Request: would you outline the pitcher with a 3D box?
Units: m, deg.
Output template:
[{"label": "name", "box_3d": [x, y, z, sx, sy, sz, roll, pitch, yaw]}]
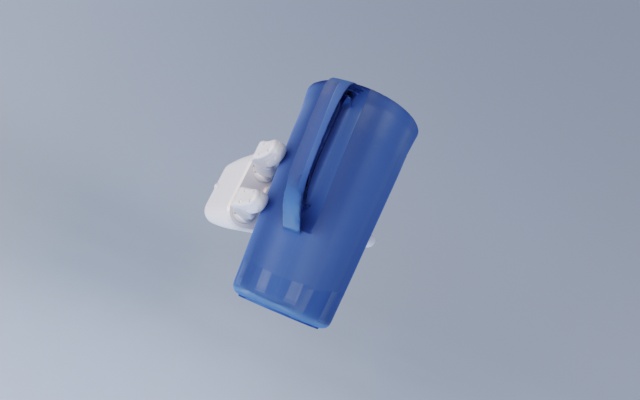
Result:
[{"label": "pitcher", "box_3d": [0.000, 0.002, 0.503, 0.149, 0.242, 0.145, 30, -15, -27]}]
